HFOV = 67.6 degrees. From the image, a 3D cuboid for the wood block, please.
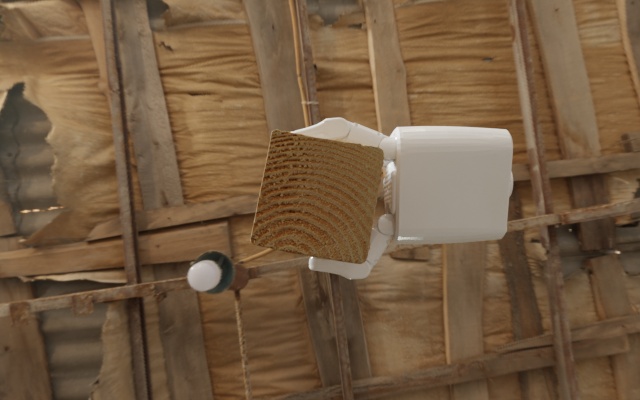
[{"bbox_3d":[0.000,0.002,0.458,0.090,0.091,0.206,10,-3,2],"label":"wood block"}]
